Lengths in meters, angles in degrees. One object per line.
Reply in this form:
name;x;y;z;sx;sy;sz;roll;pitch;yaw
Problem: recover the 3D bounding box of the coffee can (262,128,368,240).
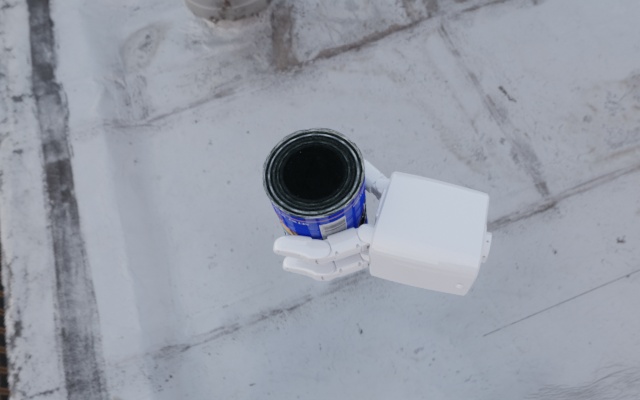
coffee can;0.000;0.002;0.529;0.103;0.102;0.140;0;-26;7
